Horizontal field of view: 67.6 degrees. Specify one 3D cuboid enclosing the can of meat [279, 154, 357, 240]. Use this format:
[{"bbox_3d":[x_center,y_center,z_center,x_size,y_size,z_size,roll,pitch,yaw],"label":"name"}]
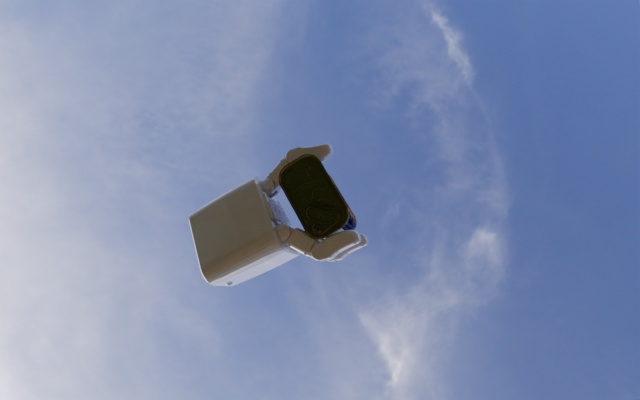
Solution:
[{"bbox_3d":[0.000,0.002,0.602,0.057,0.102,0.084,-31,-16,6],"label":"can of meat"}]
